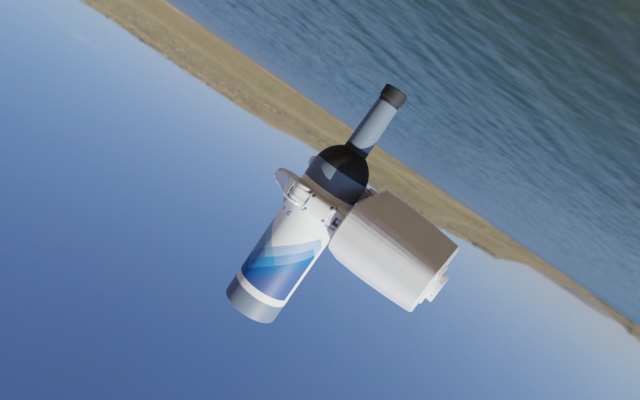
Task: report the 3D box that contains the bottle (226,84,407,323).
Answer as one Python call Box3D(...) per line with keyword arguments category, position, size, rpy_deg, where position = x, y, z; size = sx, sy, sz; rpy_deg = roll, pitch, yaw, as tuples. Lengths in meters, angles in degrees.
Box3D(category="bottle", position=(0.000, 0.002, 0.535), size=(0.069, 0.296, 0.069), rpy_deg=(33, 9, -6))
